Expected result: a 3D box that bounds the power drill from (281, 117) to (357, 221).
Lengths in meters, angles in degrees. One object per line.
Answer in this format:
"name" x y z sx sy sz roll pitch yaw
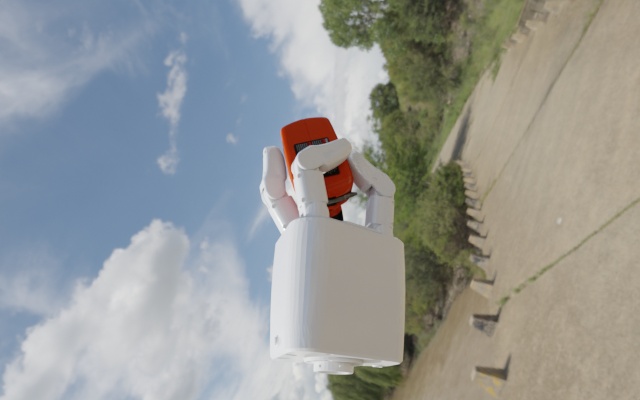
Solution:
"power drill" 0.000 0.002 0.532 0.057 0.184 0.188 -16 -40 -5
